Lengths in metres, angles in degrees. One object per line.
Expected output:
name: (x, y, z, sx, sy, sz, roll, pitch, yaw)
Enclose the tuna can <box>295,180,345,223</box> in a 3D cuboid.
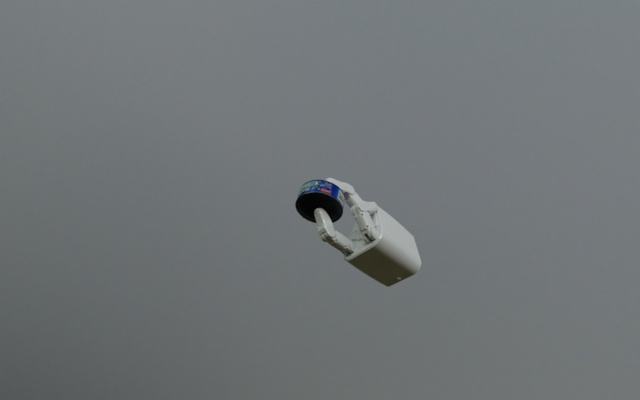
tuna can: (0.000, 0.002, 0.853, 0.086, 0.033, 0.086, 7, -41, 7)
